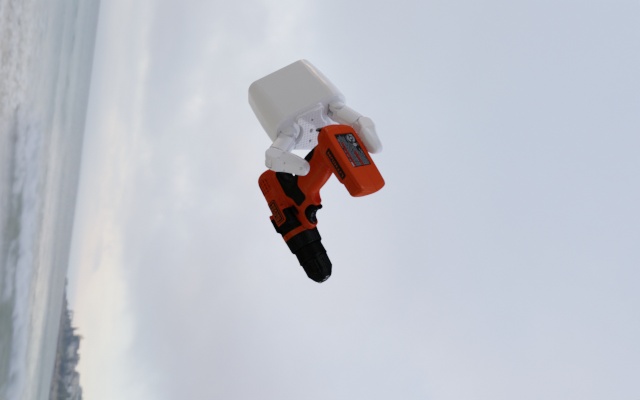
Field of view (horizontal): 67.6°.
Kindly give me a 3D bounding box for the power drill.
[{"bbox_3d":[0.000,0.002,0.648,0.057,0.184,0.188,-17,-18,-46],"label":"power drill"}]
